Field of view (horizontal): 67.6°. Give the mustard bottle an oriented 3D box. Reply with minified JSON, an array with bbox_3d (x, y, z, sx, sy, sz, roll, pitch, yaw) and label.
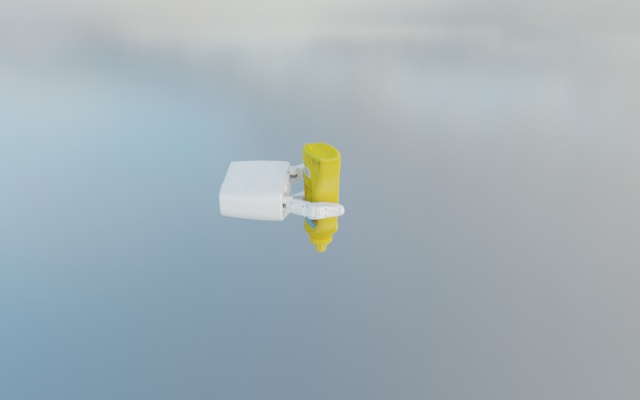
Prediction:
[{"bbox_3d":[0.000,0.002,0.830,0.058,0.192,0.096,-8,25,-18],"label":"mustard bottle"}]
